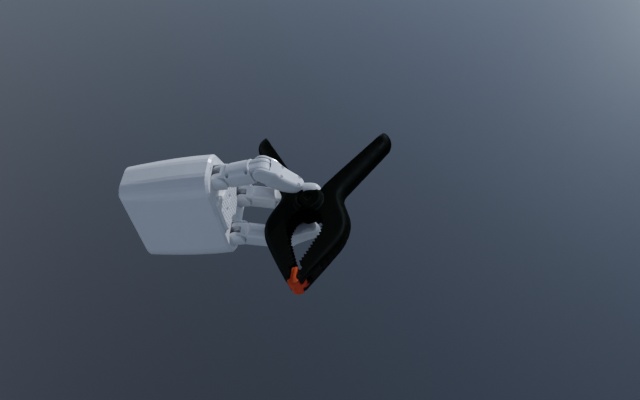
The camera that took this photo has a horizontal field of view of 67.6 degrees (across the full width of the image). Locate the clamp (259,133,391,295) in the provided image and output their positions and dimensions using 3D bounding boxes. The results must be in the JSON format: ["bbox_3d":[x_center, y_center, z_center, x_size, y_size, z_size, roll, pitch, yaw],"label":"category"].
[{"bbox_3d":[0.000,0.002,0.530,0.164,0.209,0.036,-7,-38,12],"label":"clamp"}]
